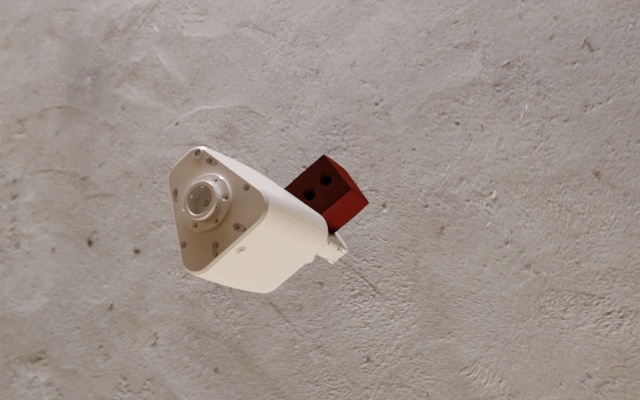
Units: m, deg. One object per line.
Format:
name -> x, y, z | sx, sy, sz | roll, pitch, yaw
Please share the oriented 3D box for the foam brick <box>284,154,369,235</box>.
foam brick -> 0.000, 0.001, 0.494 | 0.078, 0.053, 0.051 | -41, -32, 9
